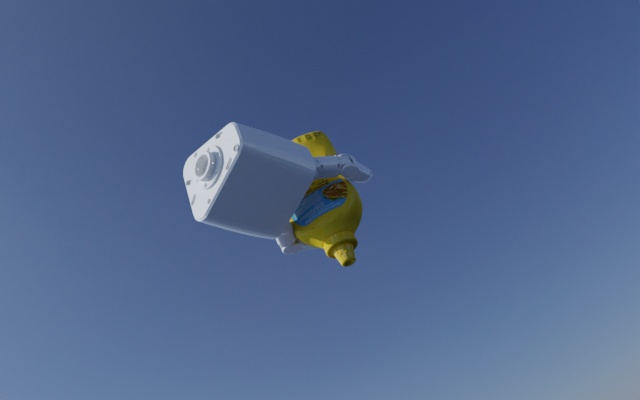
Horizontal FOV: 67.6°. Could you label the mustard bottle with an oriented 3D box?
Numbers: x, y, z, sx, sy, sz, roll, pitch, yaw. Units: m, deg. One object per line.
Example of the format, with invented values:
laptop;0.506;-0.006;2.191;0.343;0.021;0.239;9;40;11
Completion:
mustard bottle;0.000;0.002;0.614;0.096;0.191;0.058;-30;-36;6
